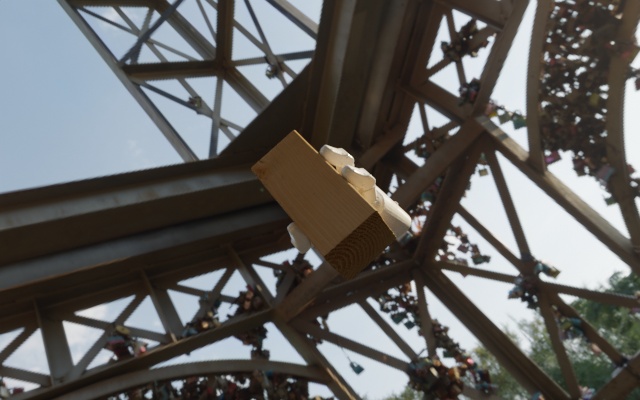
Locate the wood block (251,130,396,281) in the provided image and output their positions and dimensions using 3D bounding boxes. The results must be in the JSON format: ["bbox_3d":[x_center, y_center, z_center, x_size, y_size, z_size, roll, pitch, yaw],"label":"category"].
[{"bbox_3d":[0.000,0.003,0.682,0.206,0.091,0.090,47,-1,39],"label":"wood block"}]
